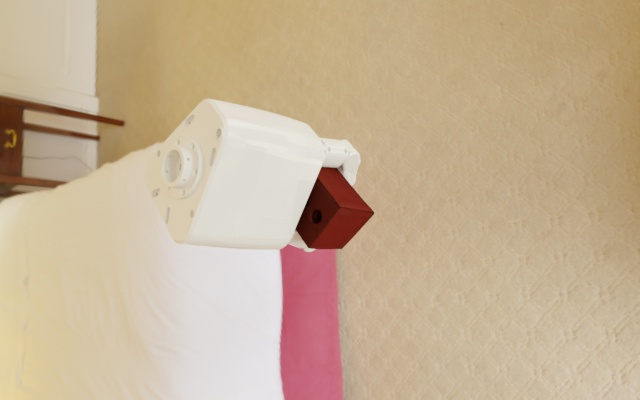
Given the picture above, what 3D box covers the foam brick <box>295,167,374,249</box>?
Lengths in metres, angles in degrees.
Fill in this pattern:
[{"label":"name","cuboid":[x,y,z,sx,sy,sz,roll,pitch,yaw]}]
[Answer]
[{"label":"foam brick","cuboid":[0.000,0.002,0.451,0.051,0.053,0.078,7,37,-50]}]
